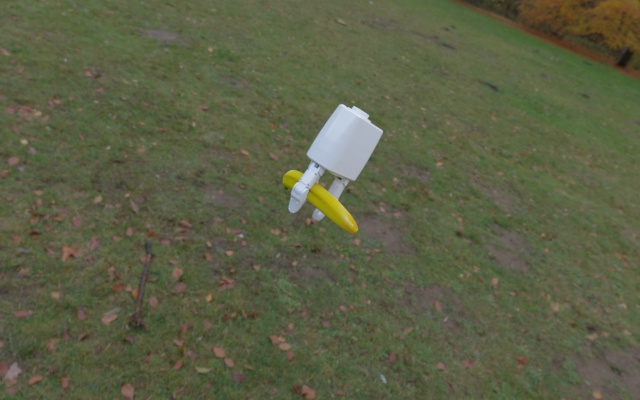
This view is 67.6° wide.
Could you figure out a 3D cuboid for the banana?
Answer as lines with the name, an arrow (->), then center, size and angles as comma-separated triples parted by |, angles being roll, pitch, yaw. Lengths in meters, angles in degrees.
banana -> -0.009, -0.008, 0.854 | 0.197, 0.037, 0.070 | 35, -10, 38
